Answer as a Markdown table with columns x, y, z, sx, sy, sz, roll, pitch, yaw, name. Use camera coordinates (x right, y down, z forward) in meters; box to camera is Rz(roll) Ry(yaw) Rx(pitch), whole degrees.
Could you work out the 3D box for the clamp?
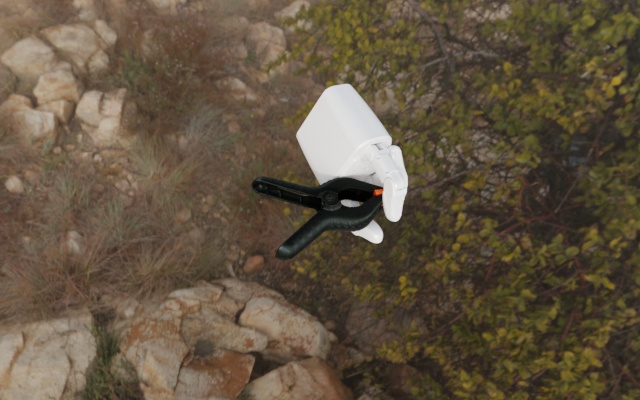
| x | y | z | sx | sy | sz | roll | pitch | yaw | name |
| --- | --- | --- | --- | --- | --- | --- | --- | --- | --- |
| 0.000 | 0.002 | 0.595 | 0.171 | 0.120 | 0.039 | -16 | -29 | -27 | clamp |
